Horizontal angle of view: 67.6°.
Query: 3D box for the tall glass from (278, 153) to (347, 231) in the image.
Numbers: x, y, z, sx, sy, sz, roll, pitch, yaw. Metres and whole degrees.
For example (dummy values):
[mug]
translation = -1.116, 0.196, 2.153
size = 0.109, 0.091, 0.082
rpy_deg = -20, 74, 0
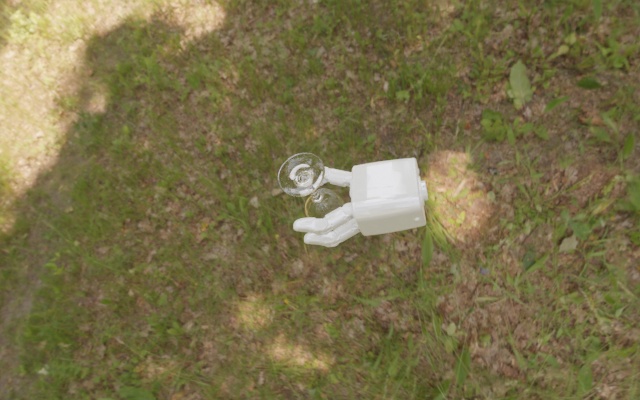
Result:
[tall glass]
translation = 0.000, 0.002, 0.797
size = 0.079, 0.079, 0.201
rpy_deg = 0, -25, 18
